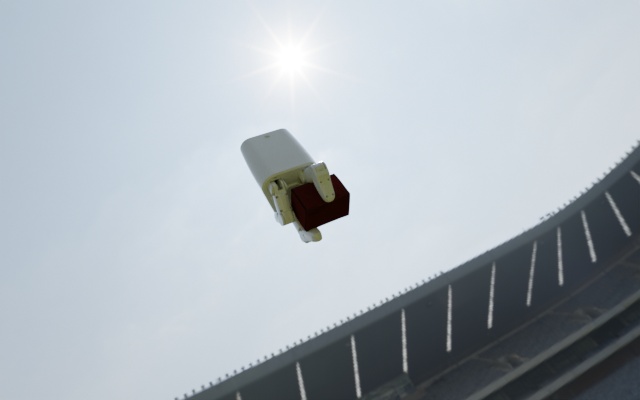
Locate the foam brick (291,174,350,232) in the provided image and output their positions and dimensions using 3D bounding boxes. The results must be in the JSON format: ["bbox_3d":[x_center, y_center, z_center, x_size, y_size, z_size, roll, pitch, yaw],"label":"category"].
[{"bbox_3d":[0.000,0.002,0.739,0.078,0.053,0.051,-20,51,-20],"label":"foam brick"}]
